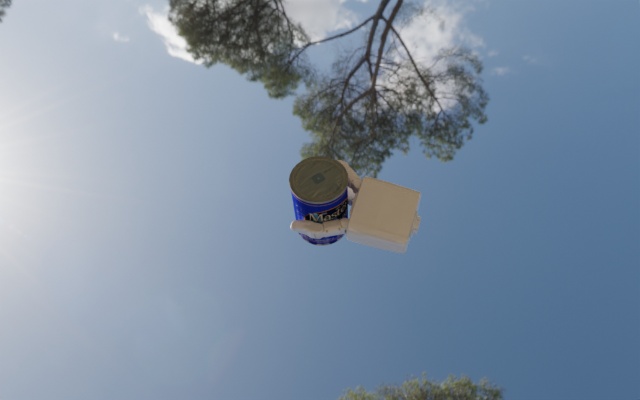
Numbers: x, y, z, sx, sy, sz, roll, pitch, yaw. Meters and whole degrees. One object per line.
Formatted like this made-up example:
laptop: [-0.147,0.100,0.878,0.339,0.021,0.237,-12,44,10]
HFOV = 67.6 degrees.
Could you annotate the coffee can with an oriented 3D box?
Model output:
coffee can: [0.000,0.003,0.875,0.103,0.102,0.140,0,-37,4]
